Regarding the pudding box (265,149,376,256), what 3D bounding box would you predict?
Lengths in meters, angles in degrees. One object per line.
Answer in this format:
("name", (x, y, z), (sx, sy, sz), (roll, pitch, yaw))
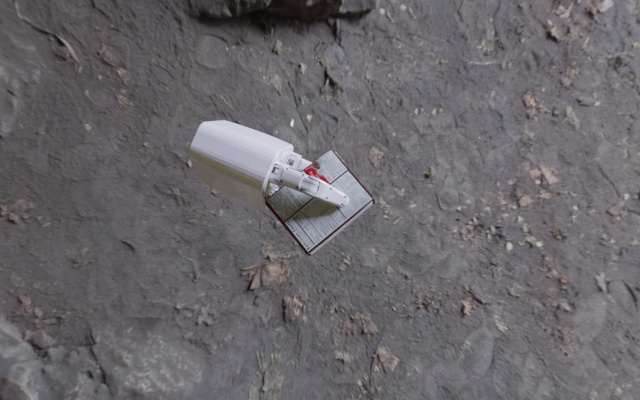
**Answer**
("pudding box", (0.000, 0.002, 0.612), (0.113, 0.090, 0.039), (-39, -8, -1))
